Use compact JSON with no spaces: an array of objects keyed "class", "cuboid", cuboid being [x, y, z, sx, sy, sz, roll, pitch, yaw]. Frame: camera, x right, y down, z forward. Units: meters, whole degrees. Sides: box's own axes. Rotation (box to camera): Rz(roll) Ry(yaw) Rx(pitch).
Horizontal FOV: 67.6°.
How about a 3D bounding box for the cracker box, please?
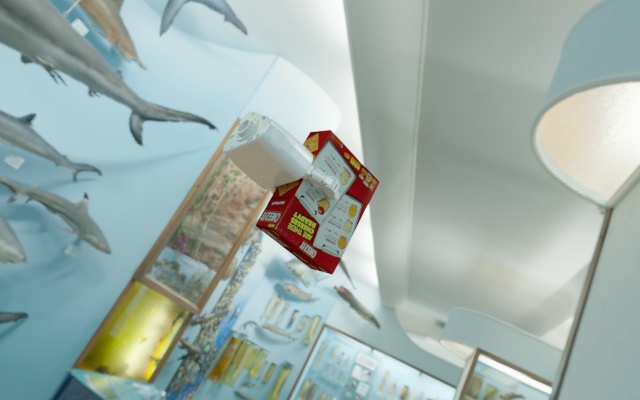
[{"class":"cracker box","cuboid":[0.000,0.003,0.886,0.072,0.213,0.164,5,-31,50]}]
